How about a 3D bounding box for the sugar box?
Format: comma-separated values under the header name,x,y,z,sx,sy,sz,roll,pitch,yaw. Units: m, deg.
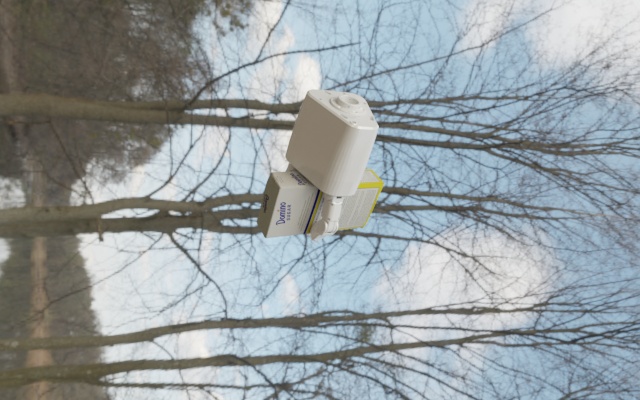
name,x,y,z,sx,sy,sz,roll,pitch,yaw
sugar box,0.000,0.002,0.708,0.176,0.093,0.048,-1,38,-30
